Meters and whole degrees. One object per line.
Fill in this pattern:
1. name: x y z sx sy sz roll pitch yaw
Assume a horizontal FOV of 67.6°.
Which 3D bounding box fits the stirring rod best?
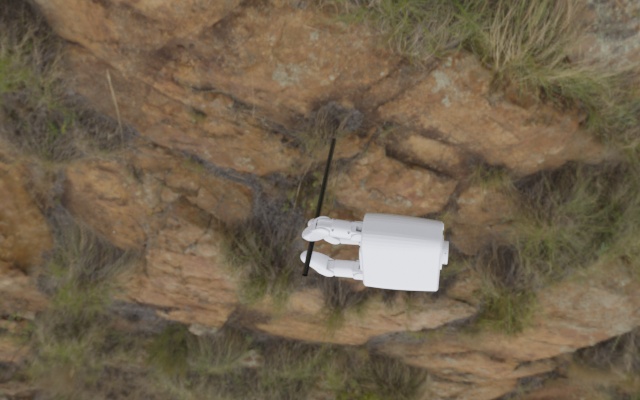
1. stirring rod: 0.000 0.002 0.727 0.011 0.239 0.011 9 -29 5
